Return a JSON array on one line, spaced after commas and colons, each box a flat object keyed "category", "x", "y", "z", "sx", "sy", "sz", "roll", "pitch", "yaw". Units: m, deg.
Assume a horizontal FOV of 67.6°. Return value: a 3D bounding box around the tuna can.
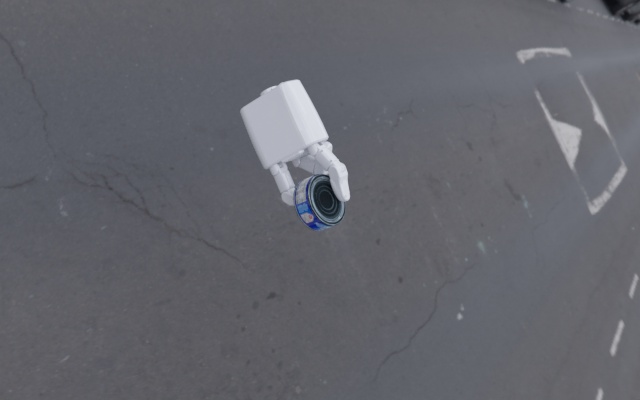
[{"category": "tuna can", "x": 0.001, "y": 0.002, "z": 0.743, "sx": 0.034, "sy": 0.086, "sz": 0.086, "roll": -21, "pitch": -14, "yaw": 41}]
